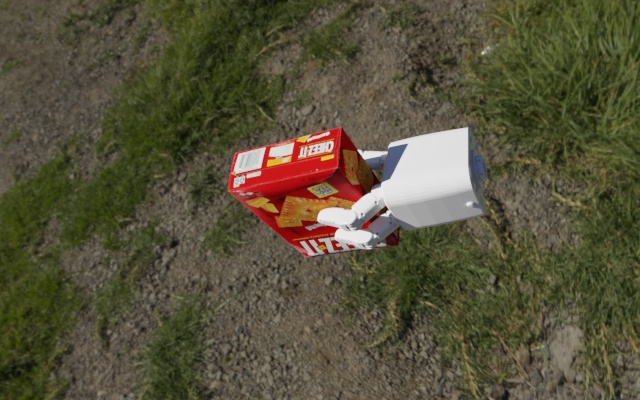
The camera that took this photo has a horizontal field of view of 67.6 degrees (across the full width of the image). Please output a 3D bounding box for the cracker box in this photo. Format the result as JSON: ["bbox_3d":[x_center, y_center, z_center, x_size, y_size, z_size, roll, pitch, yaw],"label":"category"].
[{"bbox_3d":[0.000,0.002,0.669,0.164,0.072,0.214,-10,-35,26],"label":"cracker box"}]
